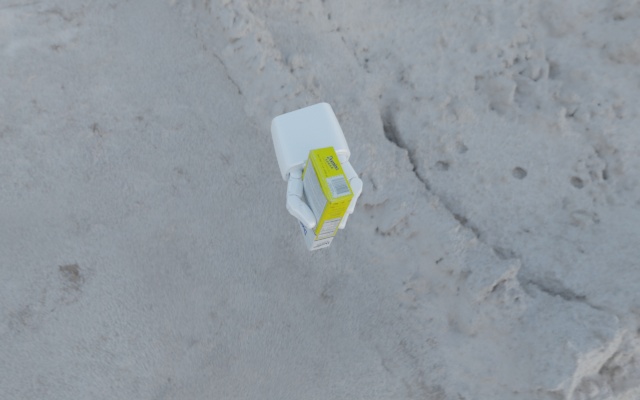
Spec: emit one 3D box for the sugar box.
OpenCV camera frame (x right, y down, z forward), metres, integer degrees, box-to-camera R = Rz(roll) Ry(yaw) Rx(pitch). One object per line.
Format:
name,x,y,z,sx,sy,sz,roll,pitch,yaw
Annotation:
sugar box,0.001,0.002,0.768,0.048,0.093,0.176,-13,-25,-17
